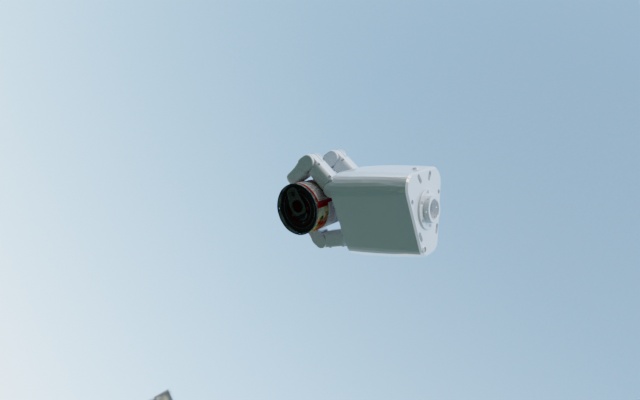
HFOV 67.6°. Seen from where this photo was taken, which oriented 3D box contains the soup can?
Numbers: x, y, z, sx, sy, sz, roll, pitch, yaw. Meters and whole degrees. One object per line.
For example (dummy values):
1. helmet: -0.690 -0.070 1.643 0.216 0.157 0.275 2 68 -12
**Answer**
1. soup can: 0.000 0.002 0.649 0.068 0.068 0.102 0 11 38
